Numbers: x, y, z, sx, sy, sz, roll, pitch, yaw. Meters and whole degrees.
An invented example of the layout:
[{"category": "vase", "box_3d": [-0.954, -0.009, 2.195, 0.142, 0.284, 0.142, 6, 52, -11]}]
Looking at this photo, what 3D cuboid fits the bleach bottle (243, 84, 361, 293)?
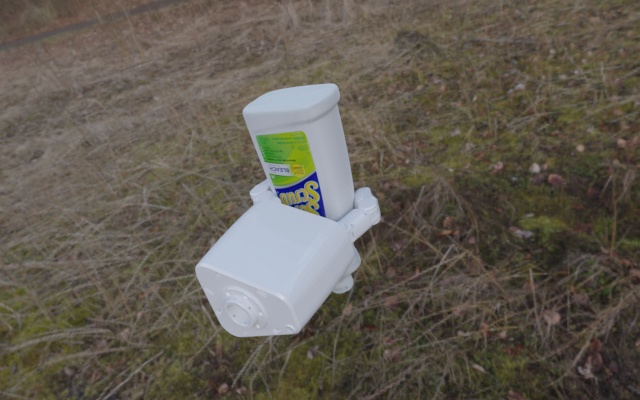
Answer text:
[{"category": "bleach bottle", "box_3d": [0.000, 0.002, 0.536, 0.102, 0.251, 0.068, 3, 34, 34]}]
